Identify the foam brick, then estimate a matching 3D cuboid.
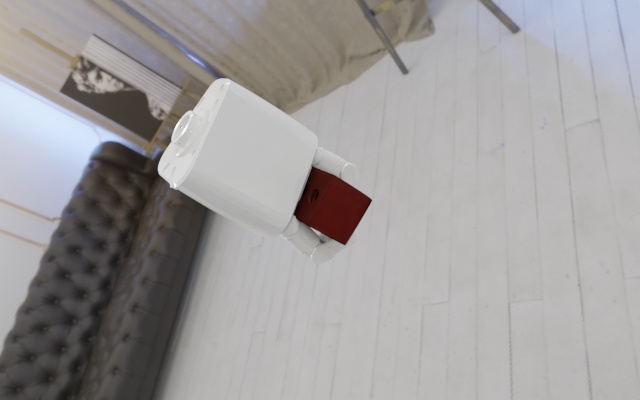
[{"bbox_3d":[0.000,0.002,0.469,0.051,0.053,0.078,31,-4,-33],"label":"foam brick"}]
